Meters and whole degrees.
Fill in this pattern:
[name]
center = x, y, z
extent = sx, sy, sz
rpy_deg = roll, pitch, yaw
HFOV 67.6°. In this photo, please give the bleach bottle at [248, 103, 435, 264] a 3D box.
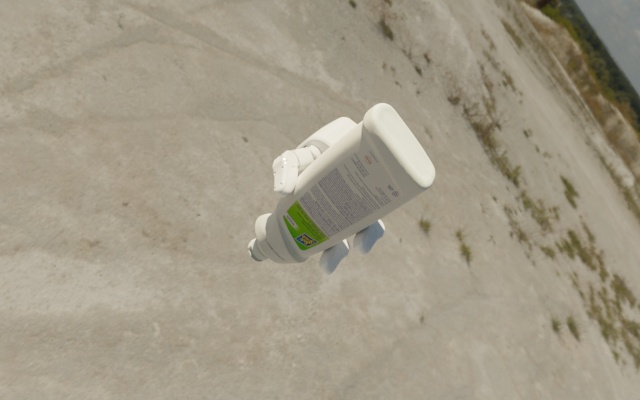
[bleach bottle]
center = 0.000, 0.002, 0.546
extent = 0.251, 0.102, 0.068
rpy_deg = -33, 7, 33
